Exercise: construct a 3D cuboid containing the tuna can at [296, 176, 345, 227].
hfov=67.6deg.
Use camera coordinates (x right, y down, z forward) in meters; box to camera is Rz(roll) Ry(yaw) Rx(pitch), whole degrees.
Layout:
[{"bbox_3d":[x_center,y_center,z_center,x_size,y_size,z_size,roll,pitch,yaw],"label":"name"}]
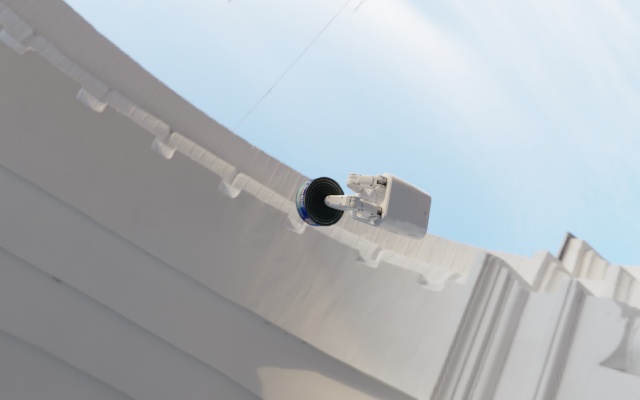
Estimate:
[{"bbox_3d":[0.000,0.003,0.828,0.086,0.086,0.034,0,-4,-34],"label":"tuna can"}]
